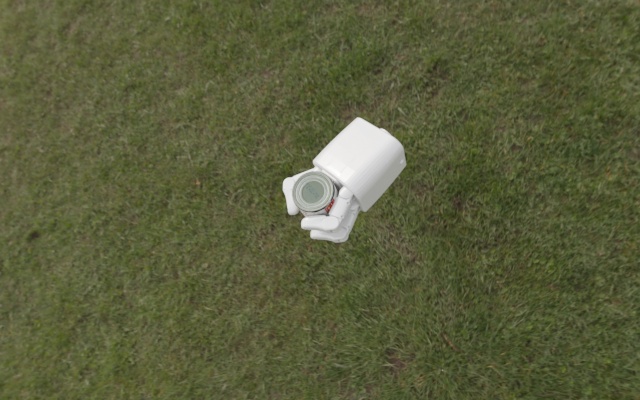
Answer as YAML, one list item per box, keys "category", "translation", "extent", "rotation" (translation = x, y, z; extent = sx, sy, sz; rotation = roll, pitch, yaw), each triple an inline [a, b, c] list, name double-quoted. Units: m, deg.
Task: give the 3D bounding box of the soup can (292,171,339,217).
- category: "soup can"
  translation: [0.000, 0.003, 0.758]
  extent: [0.068, 0.068, 0.102]
  rotation: [0, -19, 14]
